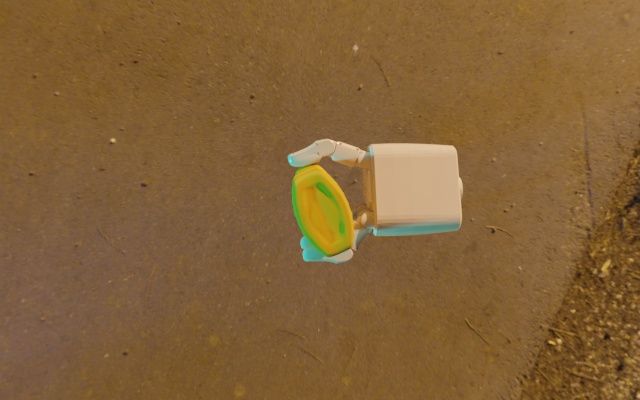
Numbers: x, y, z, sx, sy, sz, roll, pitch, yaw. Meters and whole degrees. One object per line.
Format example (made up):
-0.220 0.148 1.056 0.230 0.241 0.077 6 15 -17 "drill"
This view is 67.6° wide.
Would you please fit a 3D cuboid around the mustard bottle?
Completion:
0.000 0.002 0.592 0.058 0.096 0.191 -25 8 2 "mustard bottle"
